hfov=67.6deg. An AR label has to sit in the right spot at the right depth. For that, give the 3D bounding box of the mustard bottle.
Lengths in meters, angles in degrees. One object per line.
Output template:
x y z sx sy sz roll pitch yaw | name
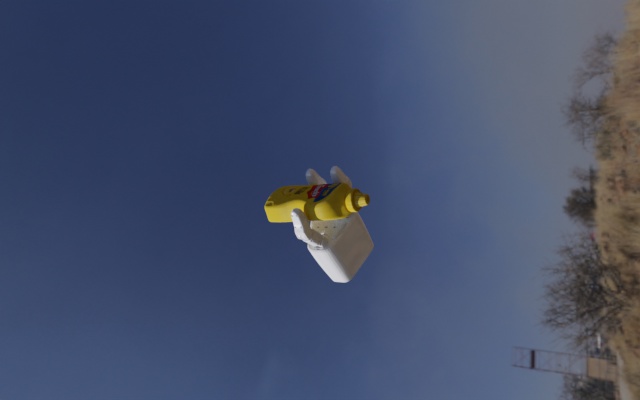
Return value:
0.000 0.003 0.857 0.191 0.058 0.096 -2 23 33 | mustard bottle
